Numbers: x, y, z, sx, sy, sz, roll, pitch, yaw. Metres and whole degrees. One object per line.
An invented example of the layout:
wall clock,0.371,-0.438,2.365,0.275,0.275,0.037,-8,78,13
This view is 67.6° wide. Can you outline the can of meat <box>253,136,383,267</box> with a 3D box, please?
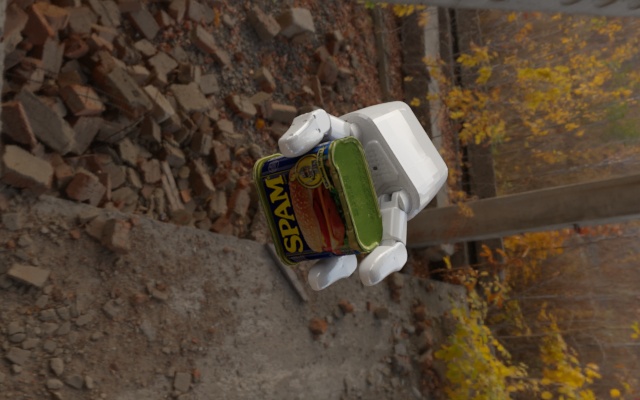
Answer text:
can of meat,0.000,0.001,0.414,0.084,0.102,0.057,-12,8,34
